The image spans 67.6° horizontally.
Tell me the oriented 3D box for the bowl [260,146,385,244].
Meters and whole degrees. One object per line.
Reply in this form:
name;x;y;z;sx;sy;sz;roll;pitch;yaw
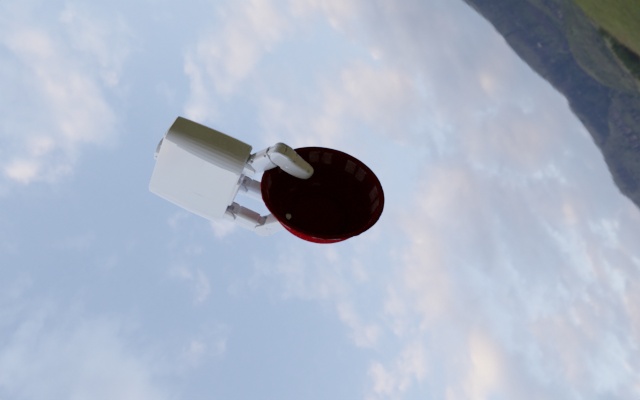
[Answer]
bowl;0.001;0.003;0.629;0.162;0.162;0.055;0;-42;-12
